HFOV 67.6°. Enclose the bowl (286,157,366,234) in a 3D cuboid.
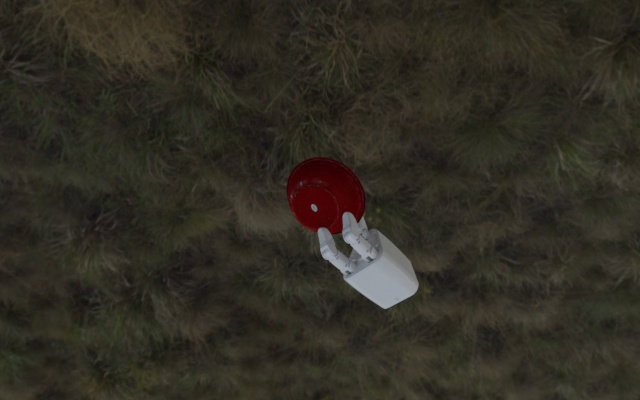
[{"bbox_3d":[-0.001,0.002,0.892,0.162,0.162,0.055,0,24,23],"label":"bowl"}]
